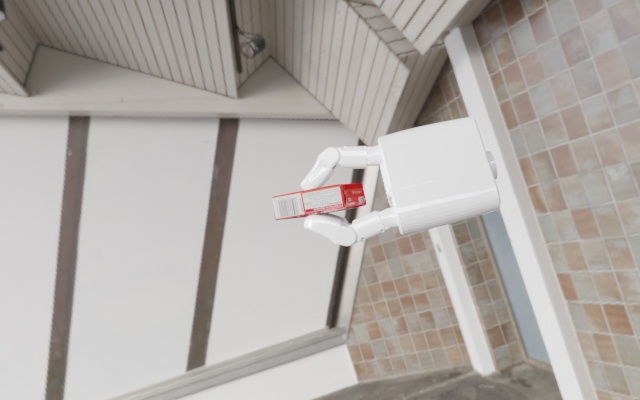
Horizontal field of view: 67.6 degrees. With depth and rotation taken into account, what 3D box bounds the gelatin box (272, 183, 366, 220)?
[{"bbox_3d":[0.000,0.001,0.552,0.089,0.030,0.073,-10,-2,22],"label":"gelatin box"}]
